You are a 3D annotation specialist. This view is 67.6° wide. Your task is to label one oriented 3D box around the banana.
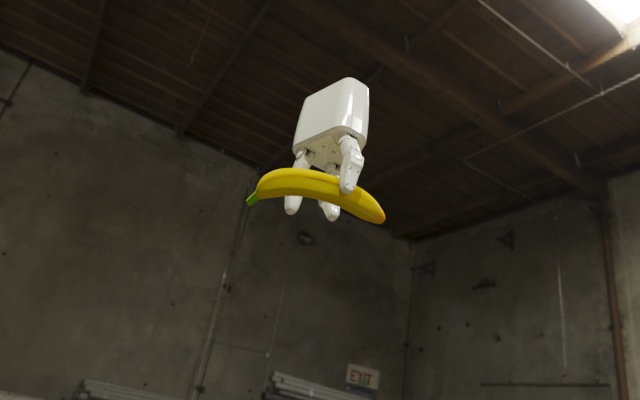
[{"bbox_3d":[0.000,-0.009,0.656,0.198,0.037,0.070,10,-37,-4],"label":"banana"}]
